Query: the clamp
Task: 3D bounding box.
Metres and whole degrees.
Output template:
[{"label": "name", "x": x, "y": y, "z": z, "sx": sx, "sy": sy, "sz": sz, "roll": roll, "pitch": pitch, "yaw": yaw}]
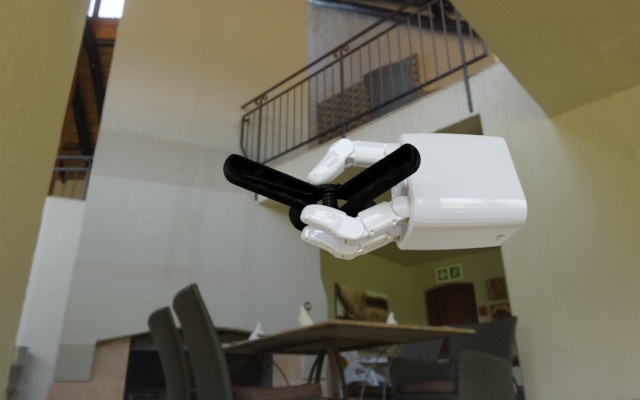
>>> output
[{"label": "clamp", "x": 0.000, "y": 0.001, "z": 0.476, "sx": 0.164, "sy": 0.036, "sz": 0.210, "roll": 1, "pitch": -22, "yaw": 0}]
